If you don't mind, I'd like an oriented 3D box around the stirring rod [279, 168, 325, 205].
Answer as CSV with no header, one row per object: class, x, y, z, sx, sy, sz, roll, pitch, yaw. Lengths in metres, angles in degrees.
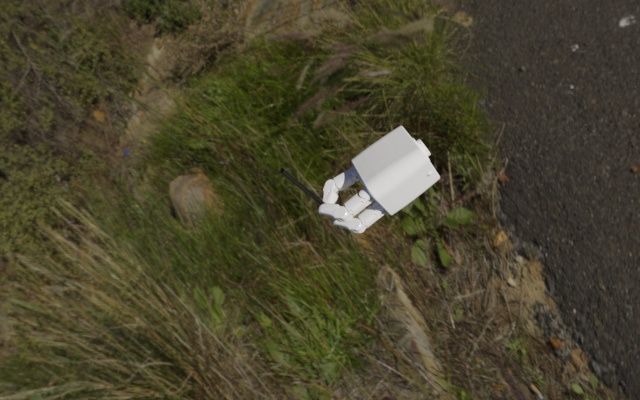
stirring rod,0.000,0.003,0.799,0.011,0.011,0.240,0,-23,31
